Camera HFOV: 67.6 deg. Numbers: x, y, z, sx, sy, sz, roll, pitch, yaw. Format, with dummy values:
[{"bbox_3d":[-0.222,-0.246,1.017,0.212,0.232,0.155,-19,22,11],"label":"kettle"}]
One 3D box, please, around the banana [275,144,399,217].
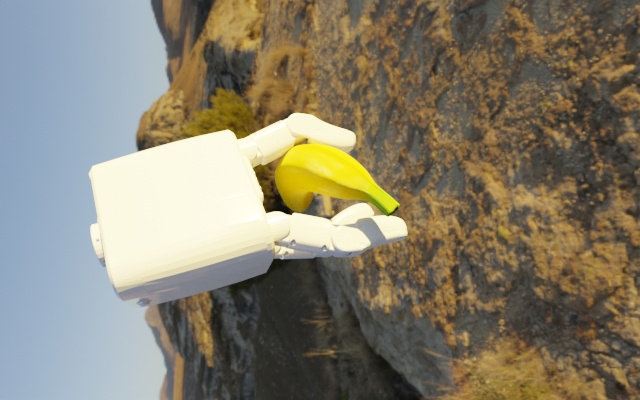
[{"bbox_3d":[-0.008,-0.014,0.403,0.037,0.069,0.198,-35,12,-16],"label":"banana"}]
